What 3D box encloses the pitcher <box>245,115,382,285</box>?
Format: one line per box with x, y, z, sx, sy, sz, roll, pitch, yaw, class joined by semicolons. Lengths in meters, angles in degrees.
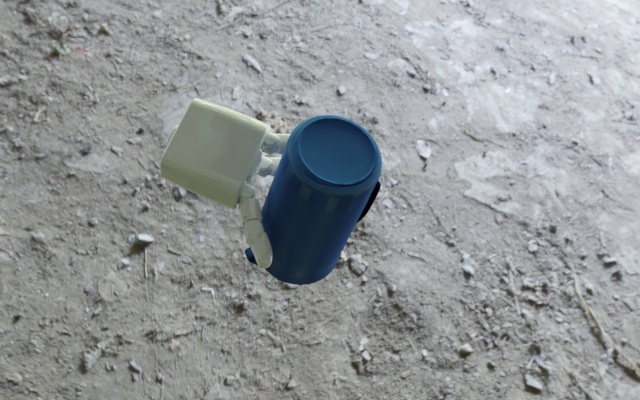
0.000;0.002;0.615;0.145;0.149;0.243;23;-33;-1;pitcher
